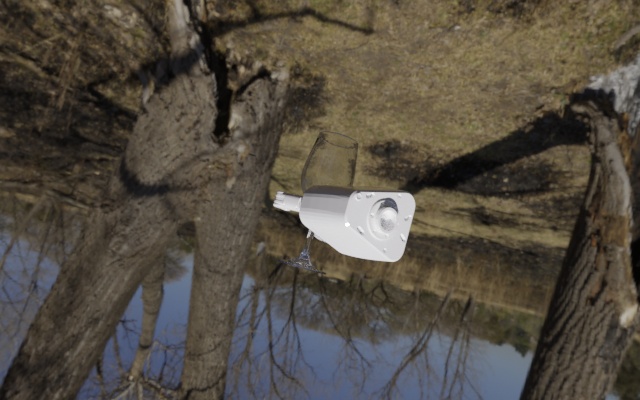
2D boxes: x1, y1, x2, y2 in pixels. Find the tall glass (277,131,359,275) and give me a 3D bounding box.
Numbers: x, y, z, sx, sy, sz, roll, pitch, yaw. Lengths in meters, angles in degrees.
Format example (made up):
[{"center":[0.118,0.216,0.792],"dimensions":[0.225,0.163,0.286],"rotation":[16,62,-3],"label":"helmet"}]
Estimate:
[{"center":[0.000,0.003,0.704],"dimensions":[0.079,0.201,0.079],"rotation":[16,-7,2],"label":"tall glass"}]
